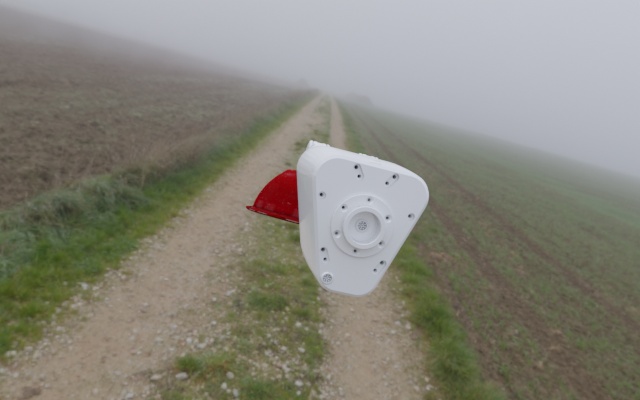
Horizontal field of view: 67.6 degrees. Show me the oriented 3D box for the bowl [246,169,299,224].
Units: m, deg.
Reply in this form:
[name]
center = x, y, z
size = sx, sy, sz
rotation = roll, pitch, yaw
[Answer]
[bowl]
center = 0.000, 0.001, 0.546
size = 0.162, 0.055, 0.162
rotation = 13, -1, 0
